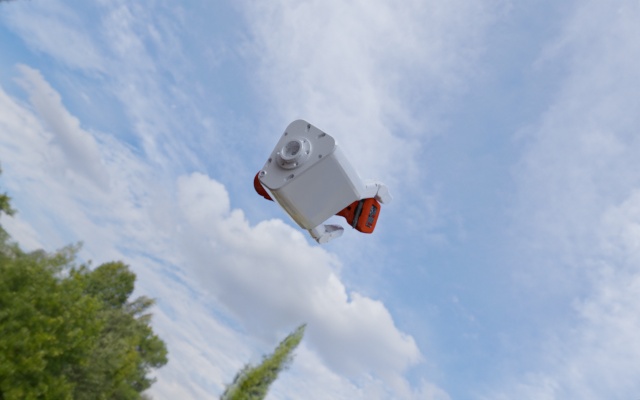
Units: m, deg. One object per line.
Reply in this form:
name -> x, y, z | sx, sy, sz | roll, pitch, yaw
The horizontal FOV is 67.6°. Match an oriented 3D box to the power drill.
power drill -> 0.000, 0.003, 0.782 | 0.187, 0.057, 0.184 | 16, -1, 16
